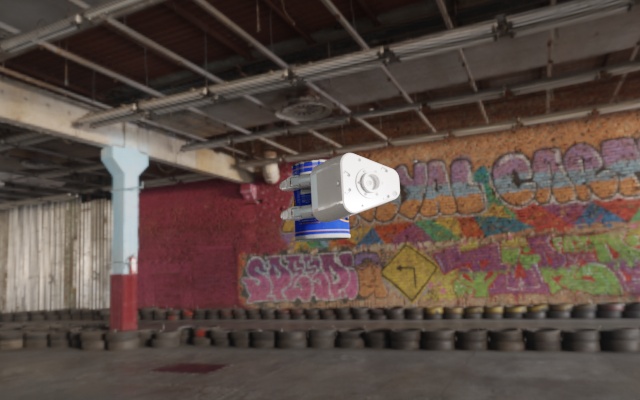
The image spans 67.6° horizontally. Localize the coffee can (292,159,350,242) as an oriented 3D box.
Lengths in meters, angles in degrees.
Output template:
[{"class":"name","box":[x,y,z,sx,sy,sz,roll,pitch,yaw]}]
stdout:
[{"class":"coffee can","box":[0.000,0.003,0.889,0.103,0.140,0.103,-3,-8,0]}]
